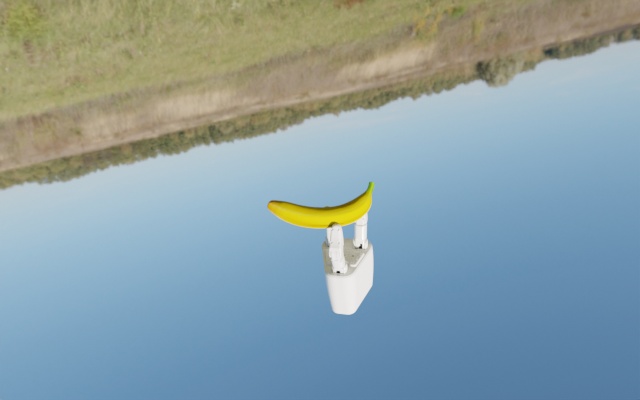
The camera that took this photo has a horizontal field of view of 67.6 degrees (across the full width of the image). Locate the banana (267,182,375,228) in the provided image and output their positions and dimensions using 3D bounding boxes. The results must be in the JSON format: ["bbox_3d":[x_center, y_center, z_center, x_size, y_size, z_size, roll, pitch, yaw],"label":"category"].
[{"bbox_3d":[0.008,0.018,0.845,0.198,0.069,0.037,-10,-31,-8],"label":"banana"}]
